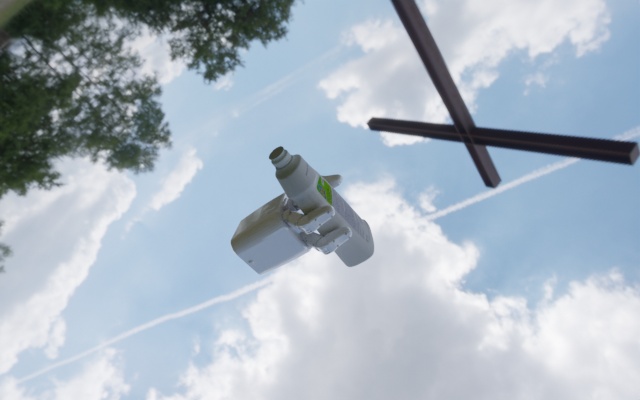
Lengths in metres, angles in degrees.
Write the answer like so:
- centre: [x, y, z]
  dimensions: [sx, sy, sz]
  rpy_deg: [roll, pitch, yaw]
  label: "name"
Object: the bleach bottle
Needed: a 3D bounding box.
- centre: [0.000, 0.003, 0.795]
  dimensions: [0.068, 0.251, 0.102]
  rpy_deg: [-30, 35, 15]
  label: "bleach bottle"
